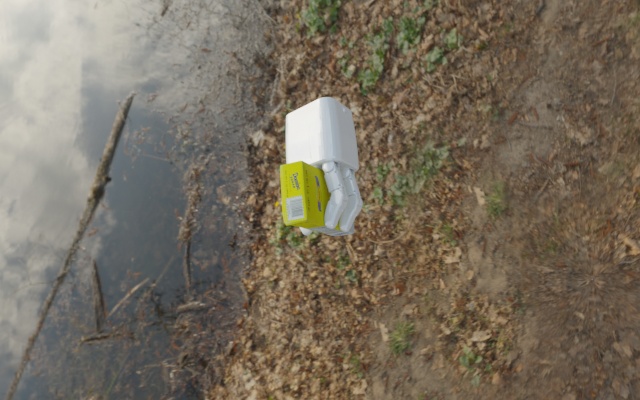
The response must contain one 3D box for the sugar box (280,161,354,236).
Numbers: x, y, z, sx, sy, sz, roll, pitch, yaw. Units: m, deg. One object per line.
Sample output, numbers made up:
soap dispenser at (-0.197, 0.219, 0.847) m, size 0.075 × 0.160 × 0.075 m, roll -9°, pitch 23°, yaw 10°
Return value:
sugar box at (0.001, 0.002, 0.770) m, size 0.048 × 0.093 × 0.176 m, roll -11°, pitch -14°, yaw 28°
